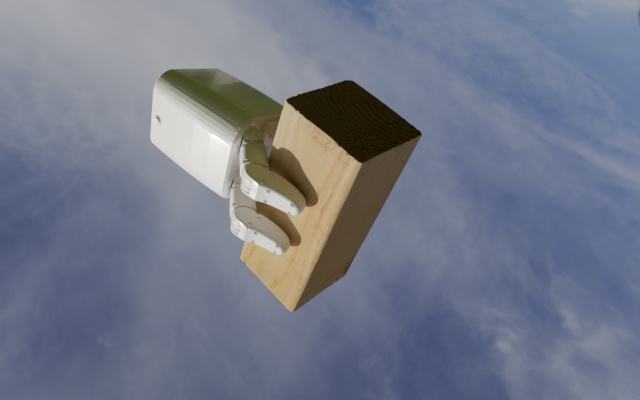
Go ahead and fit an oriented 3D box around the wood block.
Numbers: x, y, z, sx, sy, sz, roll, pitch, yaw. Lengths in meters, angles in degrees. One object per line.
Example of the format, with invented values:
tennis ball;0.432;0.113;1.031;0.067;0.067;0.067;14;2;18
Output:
wood block;0.000;0.001;0.465;0.090;0.206;0.091;42;45;21
